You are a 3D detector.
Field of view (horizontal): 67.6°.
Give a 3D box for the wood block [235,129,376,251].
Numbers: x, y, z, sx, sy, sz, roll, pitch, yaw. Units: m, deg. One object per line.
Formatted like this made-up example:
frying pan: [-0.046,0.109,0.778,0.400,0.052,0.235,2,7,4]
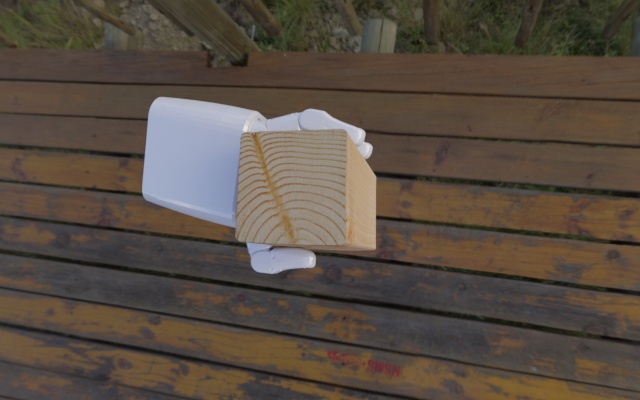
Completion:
wood block: [0.000,0.002,0.467,0.090,0.091,0.206,0,-6,13]
